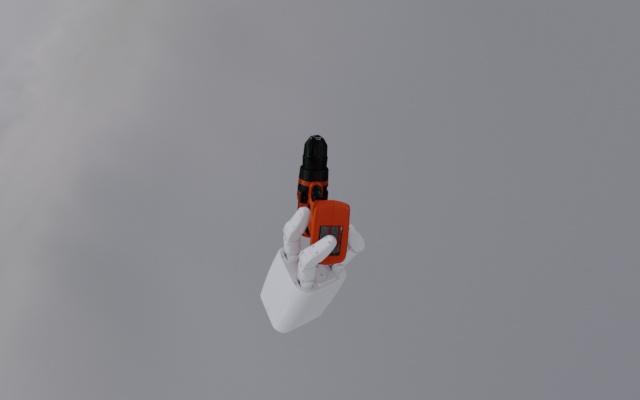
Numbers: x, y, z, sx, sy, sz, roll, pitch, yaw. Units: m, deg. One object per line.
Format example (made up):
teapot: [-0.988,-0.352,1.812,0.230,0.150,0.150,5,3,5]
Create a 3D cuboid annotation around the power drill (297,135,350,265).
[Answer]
power drill: [0.000,0.003,0.768,0.057,0.184,0.187,-1,22,-9]
